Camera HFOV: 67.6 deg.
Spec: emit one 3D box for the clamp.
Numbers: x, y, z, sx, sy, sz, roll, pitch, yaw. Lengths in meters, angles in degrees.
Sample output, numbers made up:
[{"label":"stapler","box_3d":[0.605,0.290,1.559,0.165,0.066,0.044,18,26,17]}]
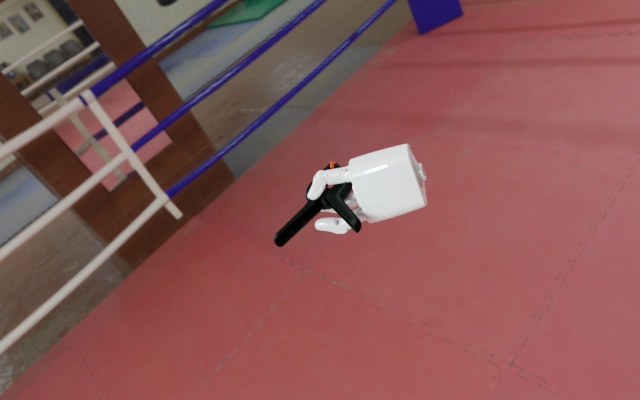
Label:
[{"label":"clamp","box_3d":[0.000,0.002,0.881,0.164,0.036,0.209,-16,35,18]}]
